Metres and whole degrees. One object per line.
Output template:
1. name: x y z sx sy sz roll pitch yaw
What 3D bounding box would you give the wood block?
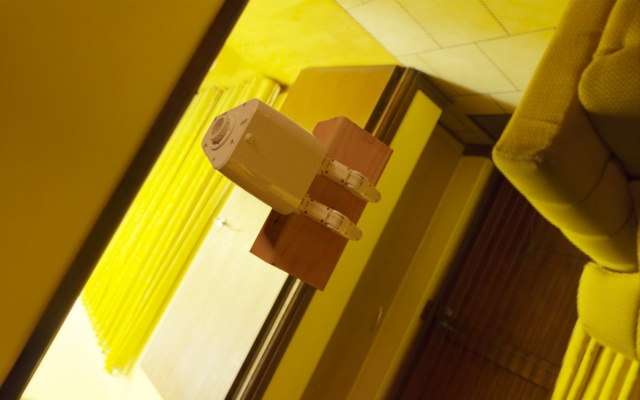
1. wood block: 0.000 0.002 0.638 0.090 0.206 0.091 31 -9 -21
